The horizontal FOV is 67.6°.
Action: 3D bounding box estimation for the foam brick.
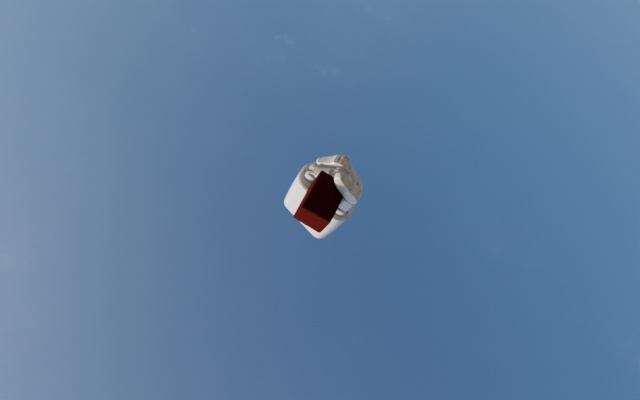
[{"bbox_3d":[0.000,0.003,0.767,0.053,0.078,0.051,32,-31,-6],"label":"foam brick"}]
